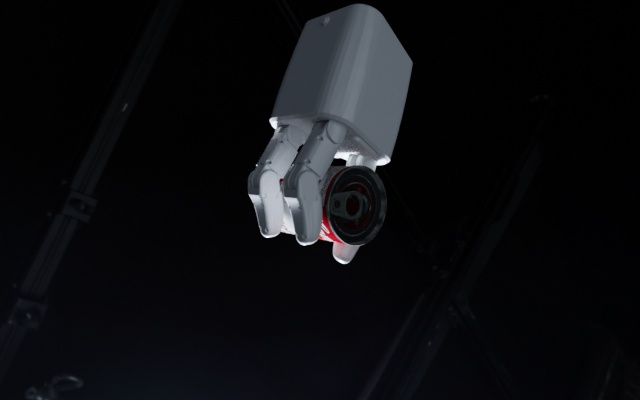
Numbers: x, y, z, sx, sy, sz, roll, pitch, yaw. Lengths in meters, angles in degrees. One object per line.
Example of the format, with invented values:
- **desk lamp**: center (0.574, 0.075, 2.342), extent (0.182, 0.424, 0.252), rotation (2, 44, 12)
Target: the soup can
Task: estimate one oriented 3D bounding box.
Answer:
- **soup can**: center (0.000, 0.002, 0.438), extent (0.068, 0.068, 0.102), rotation (0, 3, -40)
